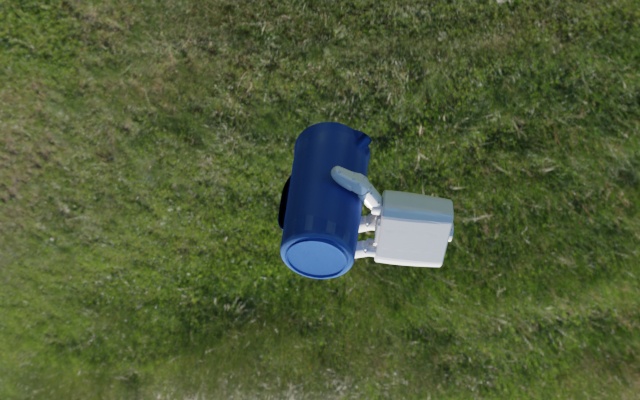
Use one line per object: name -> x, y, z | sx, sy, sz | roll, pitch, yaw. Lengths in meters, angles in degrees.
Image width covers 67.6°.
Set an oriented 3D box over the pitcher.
pitcher -> 0.000, 0.002, 0.763 | 0.145, 0.242, 0.149 | 8, -43, 1
